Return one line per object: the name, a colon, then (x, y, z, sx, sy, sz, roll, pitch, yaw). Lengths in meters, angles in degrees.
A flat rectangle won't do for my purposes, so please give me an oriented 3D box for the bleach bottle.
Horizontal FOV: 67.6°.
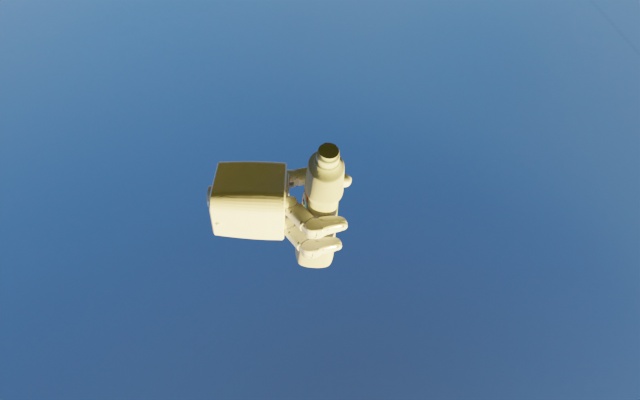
bleach bottle: (0.000, 0.002, 0.722, 0.068, 0.102, 0.251, 3, -36, -4)
